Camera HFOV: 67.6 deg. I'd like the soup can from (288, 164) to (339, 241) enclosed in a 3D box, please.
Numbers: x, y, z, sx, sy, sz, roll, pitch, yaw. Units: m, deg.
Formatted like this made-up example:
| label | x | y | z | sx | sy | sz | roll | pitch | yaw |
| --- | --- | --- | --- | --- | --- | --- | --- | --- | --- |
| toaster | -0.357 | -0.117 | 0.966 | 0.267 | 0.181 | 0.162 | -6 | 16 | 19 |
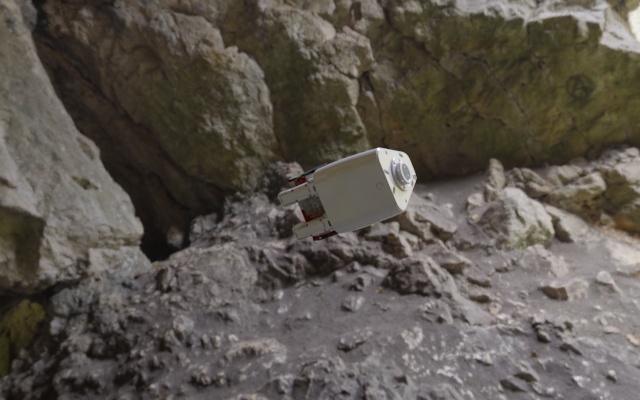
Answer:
| label | x | y | z | sx | sy | sz | roll | pitch | yaw |
| --- | --- | --- | --- | --- | --- | --- | --- | --- | --- |
| soup can | 0.000 | 0.002 | 0.734 | 0.068 | 0.102 | 0.068 | -23 | 5 | 2 |
